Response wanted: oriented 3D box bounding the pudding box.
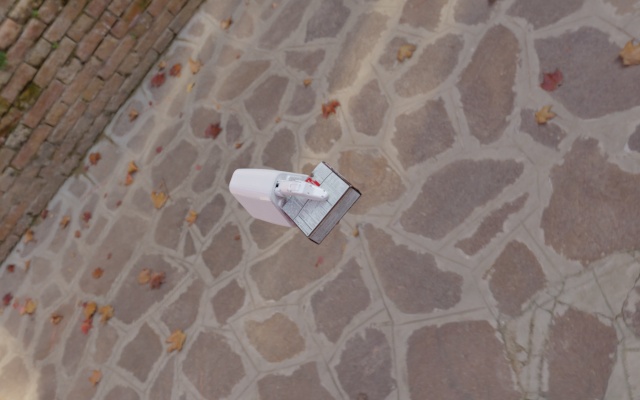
[{"bbox_3d":[0.000,0.002,0.792,0.039,0.113,0.090,32,9,-48],"label":"pudding box"}]
